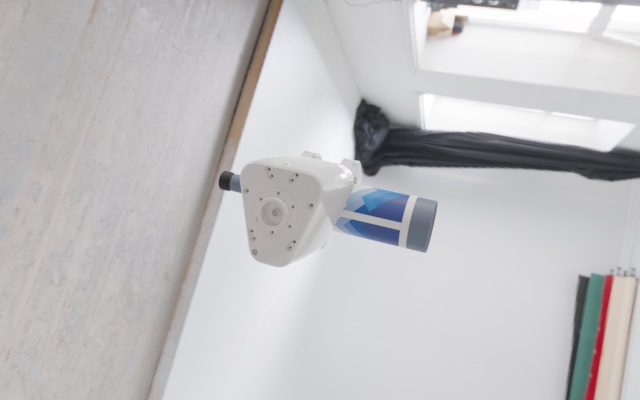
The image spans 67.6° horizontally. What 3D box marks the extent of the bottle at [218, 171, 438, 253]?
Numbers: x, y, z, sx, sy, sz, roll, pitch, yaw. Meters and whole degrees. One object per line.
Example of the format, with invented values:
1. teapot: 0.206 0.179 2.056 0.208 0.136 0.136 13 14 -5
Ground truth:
1. bottle: 0.000 0.002 0.632 0.295 0.069 0.069 13 4 17
